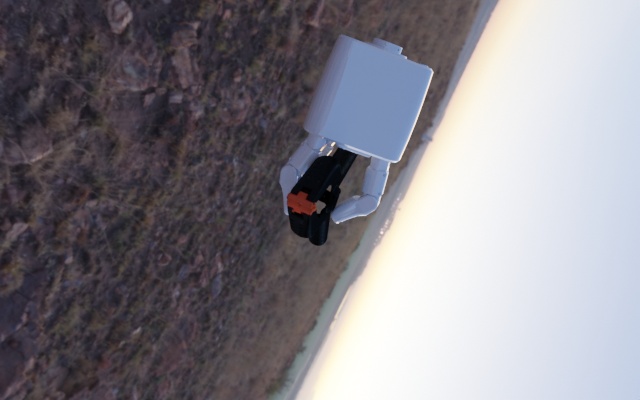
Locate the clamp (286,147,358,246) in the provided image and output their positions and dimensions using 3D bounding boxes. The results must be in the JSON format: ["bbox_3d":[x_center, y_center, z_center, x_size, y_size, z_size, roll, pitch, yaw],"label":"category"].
[{"bbox_3d":[0.001,0.002,0.560,0.036,0.164,0.210,22,17,10],"label":"clamp"}]
